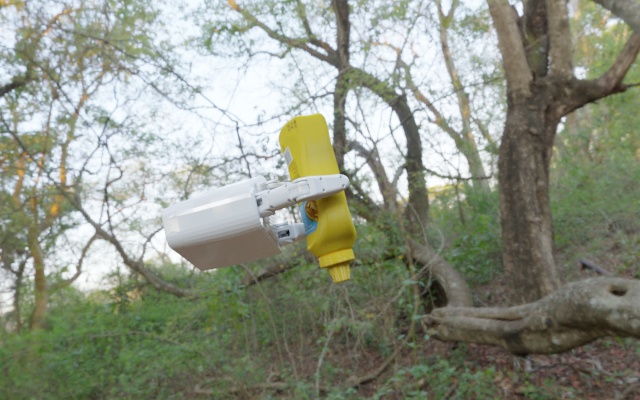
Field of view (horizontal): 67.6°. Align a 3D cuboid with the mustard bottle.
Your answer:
[{"bbox_3d":[0.000,0.002,0.562,0.058,0.191,0.096,-12,-11,-18],"label":"mustard bottle"}]
